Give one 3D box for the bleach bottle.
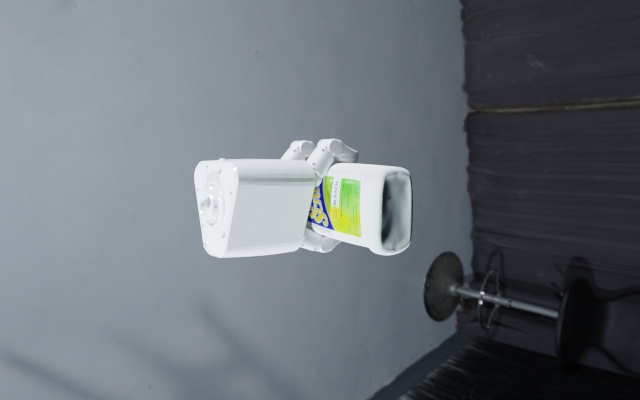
[{"bbox_3d":[0.000,0.002,0.620,0.068,0.102,0.251,-4,6,-42],"label":"bleach bottle"}]
